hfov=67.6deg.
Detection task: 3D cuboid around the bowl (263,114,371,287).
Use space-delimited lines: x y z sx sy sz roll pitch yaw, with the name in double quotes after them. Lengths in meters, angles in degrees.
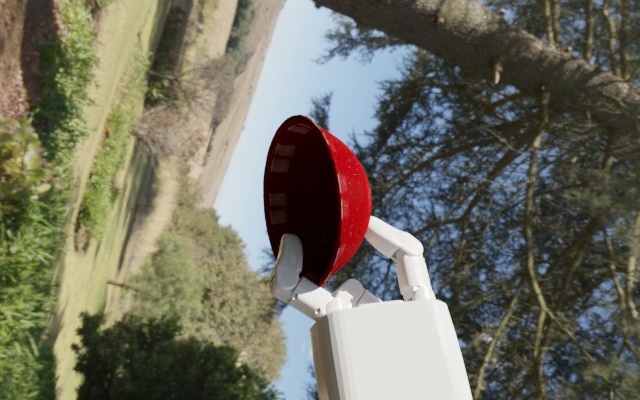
0.000 0.000 0.452 0.055 0.162 0.162 -5 2 -29 "bowl"
